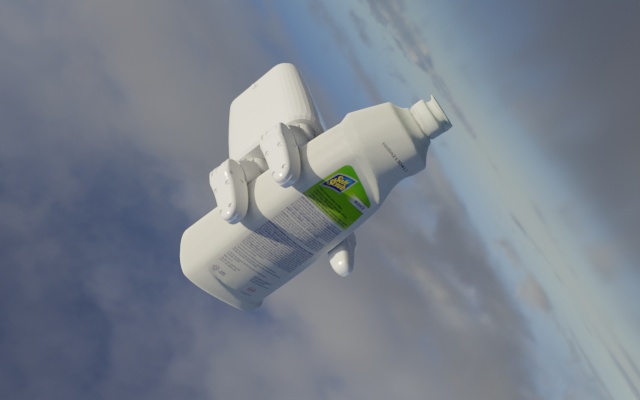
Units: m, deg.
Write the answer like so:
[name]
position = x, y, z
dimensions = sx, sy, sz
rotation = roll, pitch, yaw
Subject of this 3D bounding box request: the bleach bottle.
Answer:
[bleach bottle]
position = 0.000, 0.001, 0.411
dimensions = 0.251, 0.068, 0.103
rotation = -34, -48, 19
